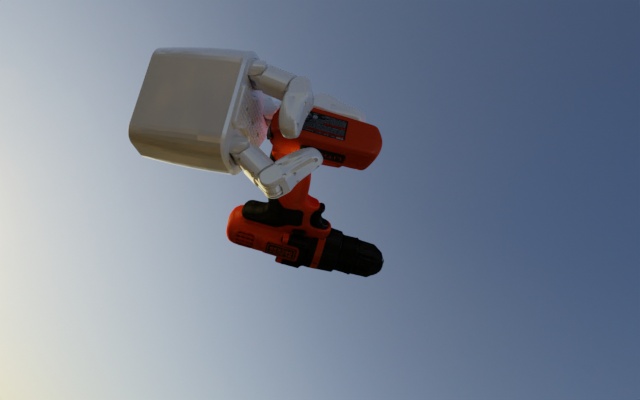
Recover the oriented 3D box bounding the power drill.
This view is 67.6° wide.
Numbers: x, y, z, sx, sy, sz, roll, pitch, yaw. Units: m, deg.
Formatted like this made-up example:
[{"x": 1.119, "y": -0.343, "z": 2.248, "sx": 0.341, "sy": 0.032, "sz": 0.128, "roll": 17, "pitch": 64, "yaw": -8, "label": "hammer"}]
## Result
[{"x": 0.000, "y": 0.001, "z": 0.502, "sx": 0.184, "sy": 0.188, "sz": 0.057, "roll": 15, "pitch": 40, "yaw": -5, "label": "power drill"}]
